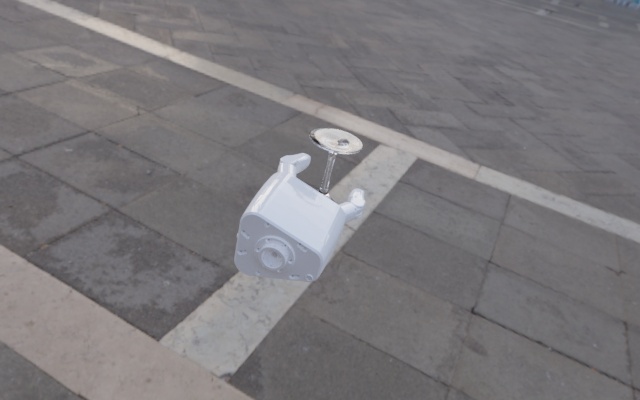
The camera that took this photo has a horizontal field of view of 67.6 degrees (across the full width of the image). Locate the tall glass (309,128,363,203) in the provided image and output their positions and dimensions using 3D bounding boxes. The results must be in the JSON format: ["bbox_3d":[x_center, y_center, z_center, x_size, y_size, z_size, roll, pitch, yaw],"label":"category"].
[{"bbox_3d":[0.000,0.002,0.688,0.079,0.201,0.079,10,31,-6],"label":"tall glass"}]
